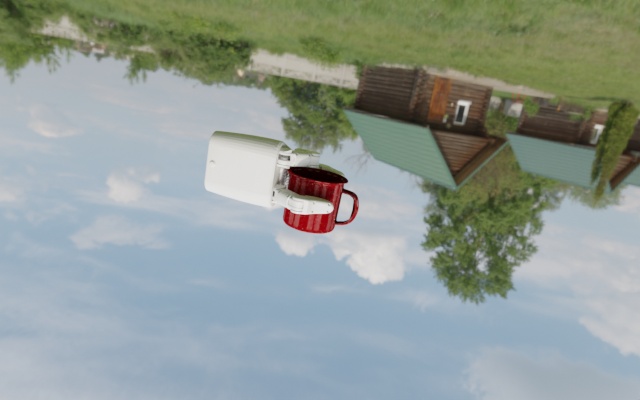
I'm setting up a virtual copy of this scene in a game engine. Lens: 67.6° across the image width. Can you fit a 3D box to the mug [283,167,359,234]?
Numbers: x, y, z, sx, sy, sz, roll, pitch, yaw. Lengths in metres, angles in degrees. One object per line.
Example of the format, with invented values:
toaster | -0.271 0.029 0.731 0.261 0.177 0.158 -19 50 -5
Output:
mug | 0.001 0.003 0.719 0.117 0.081 0.093 14 15 11
